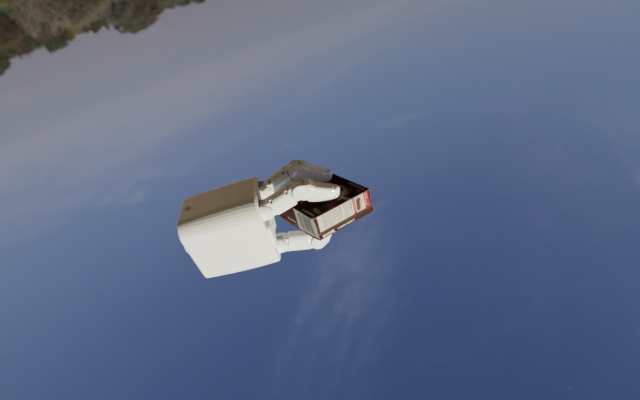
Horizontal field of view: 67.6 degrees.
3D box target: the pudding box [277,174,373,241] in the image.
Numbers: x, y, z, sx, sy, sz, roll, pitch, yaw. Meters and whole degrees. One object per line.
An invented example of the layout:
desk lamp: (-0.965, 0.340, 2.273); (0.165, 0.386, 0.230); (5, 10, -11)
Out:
pudding box: (0.000, 0.002, 0.633); (0.090, 0.039, 0.113); (-28, 32, -24)
